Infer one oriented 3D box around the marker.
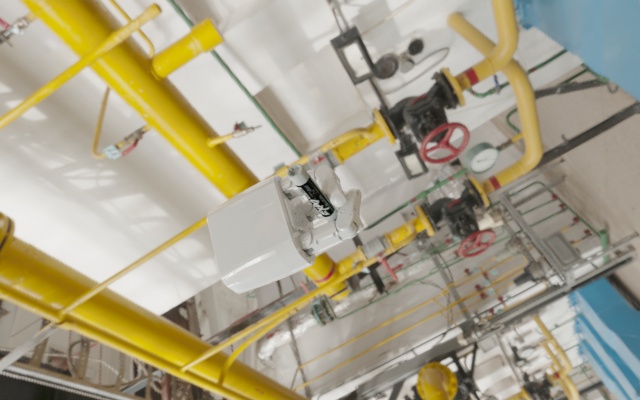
[{"bbox_3d":[0.000,0.002,0.534,0.020,0.020,0.121,0,-33,32],"label":"marker"}]
